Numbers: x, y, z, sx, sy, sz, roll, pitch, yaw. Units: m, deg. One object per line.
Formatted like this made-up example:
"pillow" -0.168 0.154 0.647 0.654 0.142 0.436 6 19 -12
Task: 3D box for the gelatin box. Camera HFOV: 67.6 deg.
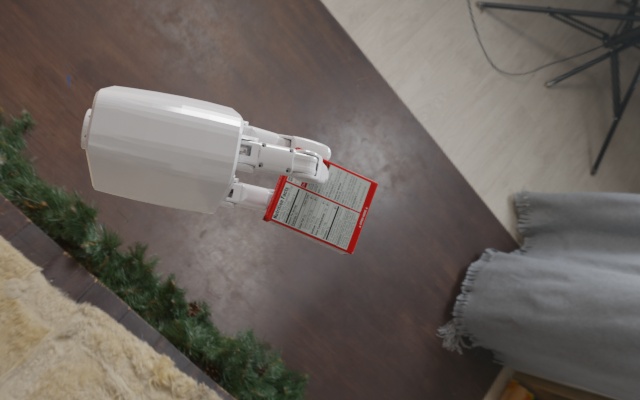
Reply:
"gelatin box" 0.001 0.002 0.448 0.089 0.073 0.030 23 -12 -12
